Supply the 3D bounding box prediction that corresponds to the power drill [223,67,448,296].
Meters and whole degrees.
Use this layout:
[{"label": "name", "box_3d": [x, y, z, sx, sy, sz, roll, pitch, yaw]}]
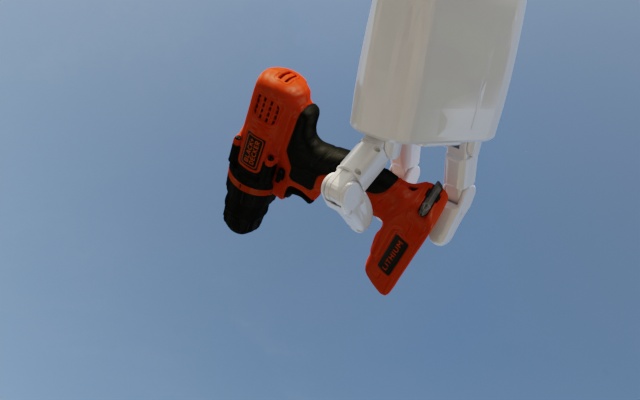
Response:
[{"label": "power drill", "box_3d": [0.001, 0.001, 0.424, 0.187, 0.185, 0.057, 32, 43, 9]}]
